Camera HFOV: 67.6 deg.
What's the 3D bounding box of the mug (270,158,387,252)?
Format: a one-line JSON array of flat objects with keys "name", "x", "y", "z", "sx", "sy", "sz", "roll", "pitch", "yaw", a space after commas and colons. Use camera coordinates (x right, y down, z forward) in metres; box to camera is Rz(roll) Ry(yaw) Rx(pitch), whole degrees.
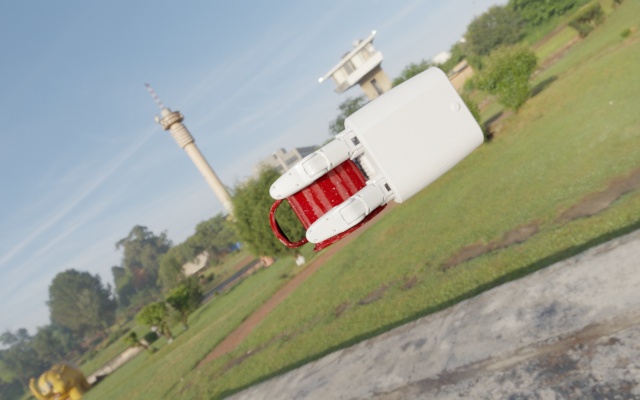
[{"name": "mug", "x": -0.001, "y": 0.002, "z": 0.505, "sx": 0.117, "sy": 0.081, "sz": 0.093, "roll": -33, "pitch": 1, "yaw": -4}]
